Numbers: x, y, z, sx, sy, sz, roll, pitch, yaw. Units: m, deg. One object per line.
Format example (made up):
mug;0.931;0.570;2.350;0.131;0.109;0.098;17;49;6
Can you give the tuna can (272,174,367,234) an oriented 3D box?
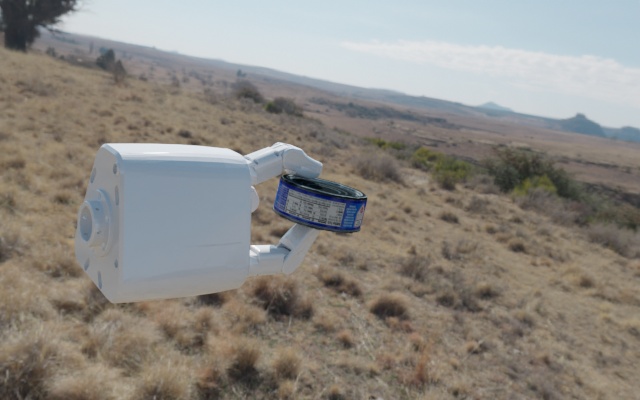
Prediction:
tuna can;0.000;0.001;0.450;0.086;0.034;0.086;13;10;-2
